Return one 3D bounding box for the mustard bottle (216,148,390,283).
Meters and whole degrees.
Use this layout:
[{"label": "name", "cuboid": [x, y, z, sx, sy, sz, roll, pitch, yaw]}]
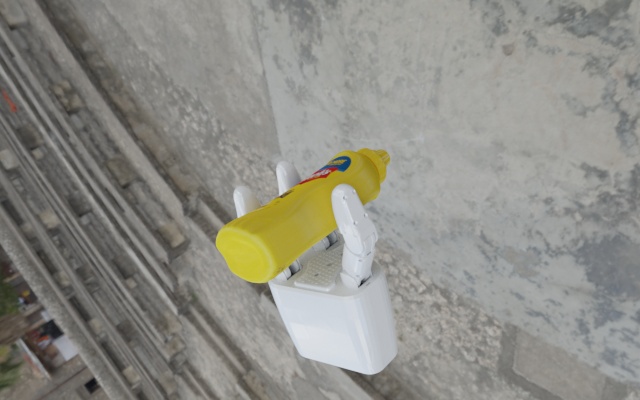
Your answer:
[{"label": "mustard bottle", "cuboid": [0.000, 0.001, 0.448, 0.191, 0.058, 0.096, -35, 9, -31]}]
